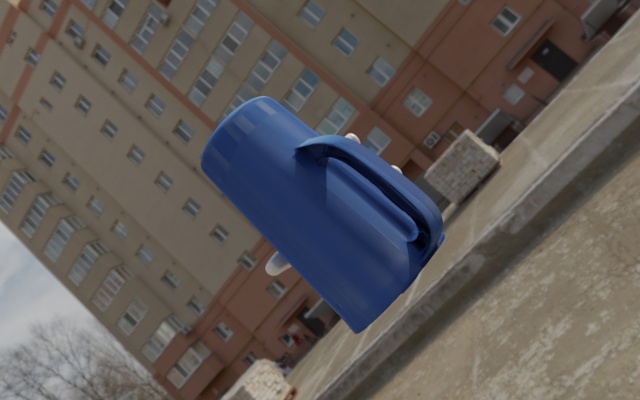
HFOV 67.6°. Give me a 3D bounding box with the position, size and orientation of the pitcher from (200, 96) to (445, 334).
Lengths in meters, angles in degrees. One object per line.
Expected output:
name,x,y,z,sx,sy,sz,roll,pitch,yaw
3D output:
pitcher,0.000,0.002,0.485,0.243,0.149,0.145,42,8,7
